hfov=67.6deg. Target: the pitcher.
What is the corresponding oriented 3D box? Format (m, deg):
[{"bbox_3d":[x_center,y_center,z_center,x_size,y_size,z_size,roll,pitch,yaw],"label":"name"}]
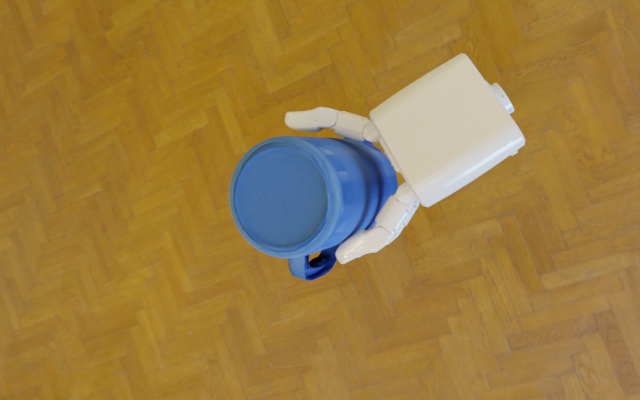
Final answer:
[{"bbox_3d":[0.000,0.002,0.523,0.145,0.149,0.243,-30,-6,17],"label":"pitcher"}]
